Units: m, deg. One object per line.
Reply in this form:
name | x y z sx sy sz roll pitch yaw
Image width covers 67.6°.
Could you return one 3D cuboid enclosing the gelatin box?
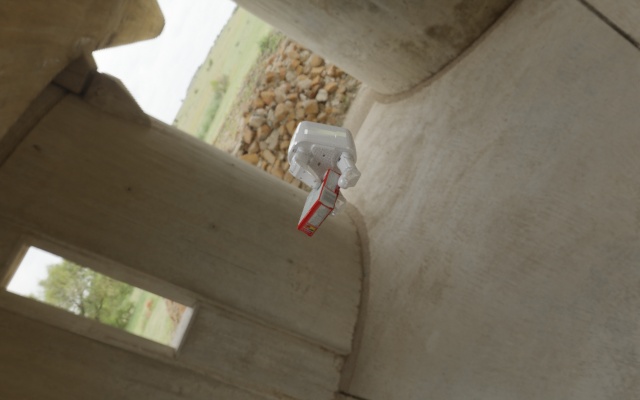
gelatin box | 0.000 0.002 0.757 0.030 0.073 0.089 30 39 -10
